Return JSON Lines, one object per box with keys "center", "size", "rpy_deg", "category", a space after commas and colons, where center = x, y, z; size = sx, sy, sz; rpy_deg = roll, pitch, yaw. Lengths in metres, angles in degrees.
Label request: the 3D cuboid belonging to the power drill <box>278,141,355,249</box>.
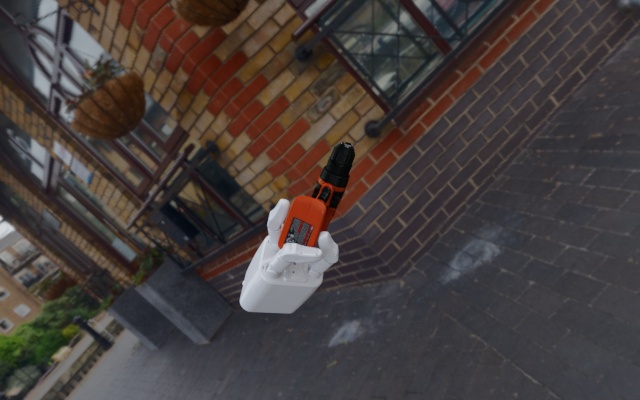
{"center": [0.000, 0.003, 0.794], "size": [0.057, 0.184, 0.187], "rpy_deg": [23, 24, 9], "category": "power drill"}
